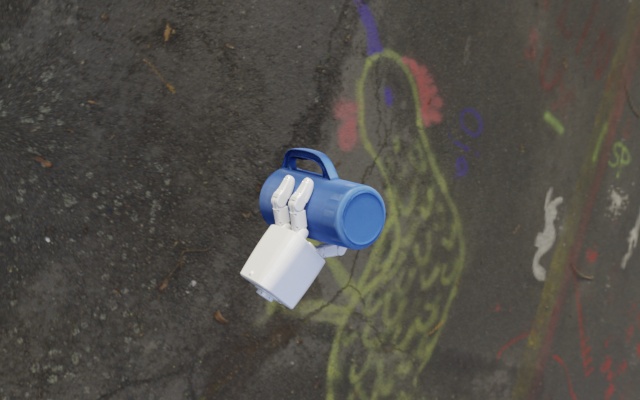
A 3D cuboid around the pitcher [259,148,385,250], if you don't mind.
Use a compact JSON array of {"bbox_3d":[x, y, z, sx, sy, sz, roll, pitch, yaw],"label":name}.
[{"bbox_3d":[0.000,0.003,0.869,0.149,0.145,0.243,46,-19,-32],"label":"pitcher"}]
